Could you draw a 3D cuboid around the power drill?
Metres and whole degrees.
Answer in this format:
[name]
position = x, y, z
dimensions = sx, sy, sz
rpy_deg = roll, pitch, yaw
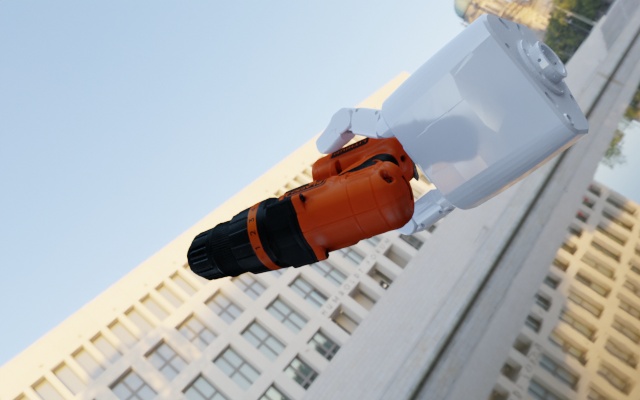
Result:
[power drill]
position = 0.000, 0.001, 0.404
dimensions = 0.184, 0.057, 0.187
rpy_deg = -18, 12, 24
